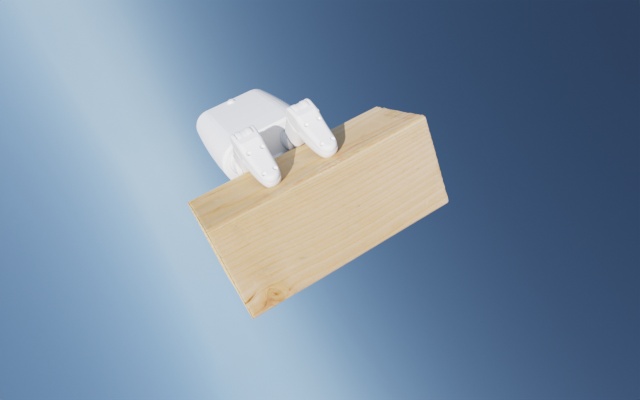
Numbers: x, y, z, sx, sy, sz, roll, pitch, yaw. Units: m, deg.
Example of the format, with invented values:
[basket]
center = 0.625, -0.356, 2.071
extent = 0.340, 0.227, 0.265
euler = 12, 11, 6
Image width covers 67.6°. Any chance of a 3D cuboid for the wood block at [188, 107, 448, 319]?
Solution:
[wood block]
center = 0.000, 0.002, 0.435
extent = 0.206, 0.091, 0.090
euler = -29, 26, -15
